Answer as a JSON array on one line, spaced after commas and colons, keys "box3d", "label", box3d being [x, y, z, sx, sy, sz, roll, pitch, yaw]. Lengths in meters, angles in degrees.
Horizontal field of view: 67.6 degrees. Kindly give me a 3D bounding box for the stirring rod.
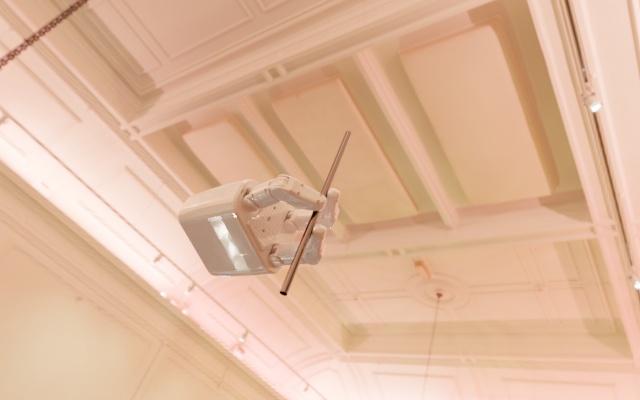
[{"box3d": [0.000, 0.002, 0.529, 0.011, 0.239, 0.011, 13, -39, 11], "label": "stirring rod"}]
